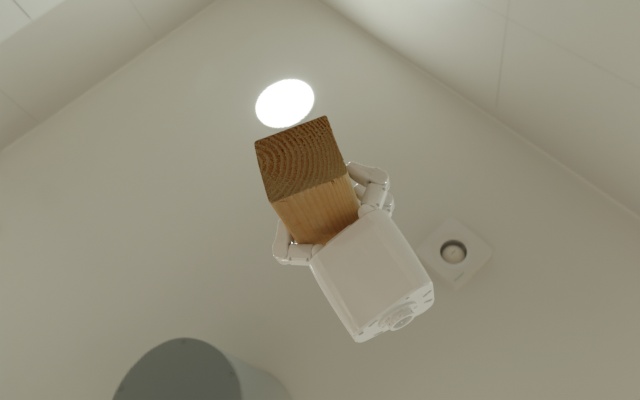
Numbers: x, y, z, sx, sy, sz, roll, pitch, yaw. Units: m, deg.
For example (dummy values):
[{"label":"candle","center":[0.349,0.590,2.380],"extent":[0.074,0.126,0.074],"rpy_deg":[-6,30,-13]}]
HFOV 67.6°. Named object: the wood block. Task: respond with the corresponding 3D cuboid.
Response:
[{"label":"wood block","center":[0.000,0.002,0.603],"extent":[0.091,0.090,0.206],"rpy_deg":[-20,-32,3]}]
